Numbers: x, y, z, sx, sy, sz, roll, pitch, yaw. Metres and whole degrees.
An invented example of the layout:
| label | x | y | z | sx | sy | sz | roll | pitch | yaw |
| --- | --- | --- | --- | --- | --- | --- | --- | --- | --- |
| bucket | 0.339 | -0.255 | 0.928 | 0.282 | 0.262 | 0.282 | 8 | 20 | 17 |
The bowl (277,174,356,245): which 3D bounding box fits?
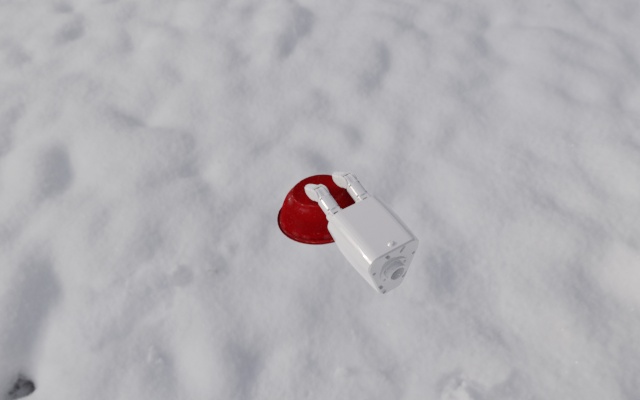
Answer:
| label | x | y | z | sx | sy | sz | roll | pitch | yaw |
| --- | --- | --- | --- | --- | --- | --- | --- | --- | --- |
| bowl | -0.001 | 0.002 | 0.825 | 0.162 | 0.055 | 0.162 | -6 | 37 | 5 |
